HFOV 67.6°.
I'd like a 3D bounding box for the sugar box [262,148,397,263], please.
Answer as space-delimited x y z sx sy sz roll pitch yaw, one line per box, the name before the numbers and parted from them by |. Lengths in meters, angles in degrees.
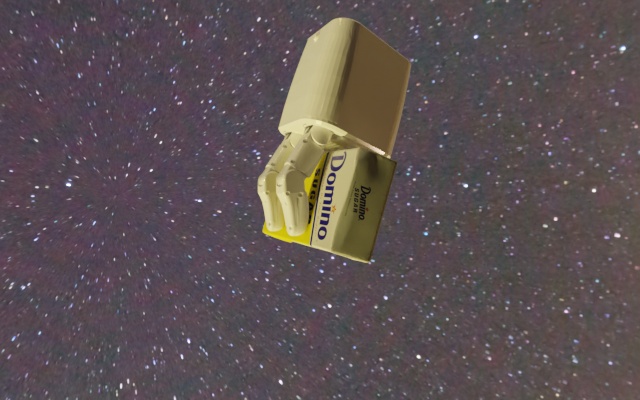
sugar box | 0.000 0.001 0.473 0.048 0.093 0.176 19 -7 -22
